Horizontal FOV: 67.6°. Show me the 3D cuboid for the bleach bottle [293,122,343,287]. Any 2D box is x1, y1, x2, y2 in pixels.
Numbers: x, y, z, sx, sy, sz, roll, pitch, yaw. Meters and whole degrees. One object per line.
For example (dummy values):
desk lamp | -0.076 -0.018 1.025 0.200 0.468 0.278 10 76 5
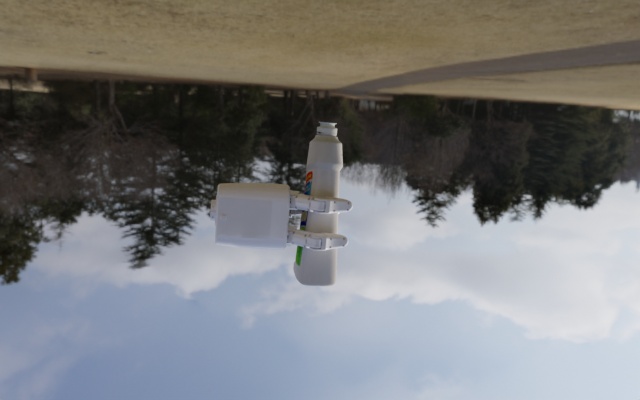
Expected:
bleach bottle | 0.000 0.003 0.759 0.068 0.251 0.102 3 9 -9
